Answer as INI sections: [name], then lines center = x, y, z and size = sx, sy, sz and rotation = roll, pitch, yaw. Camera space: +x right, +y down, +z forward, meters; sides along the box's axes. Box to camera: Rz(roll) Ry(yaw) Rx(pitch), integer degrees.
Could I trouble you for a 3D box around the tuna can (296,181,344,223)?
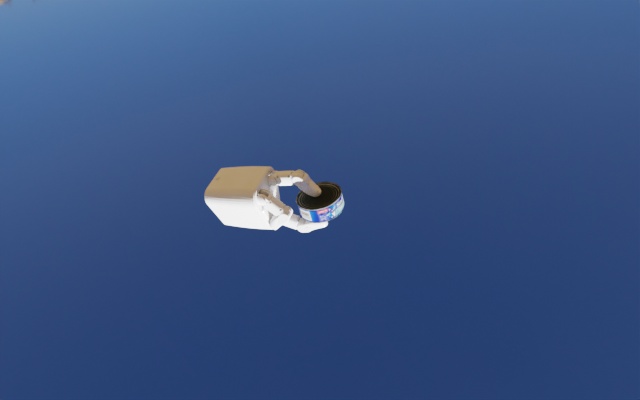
[tuna can]
center = 0.000, 0.003, 0.880
size = 0.086, 0.034, 0.086
rotation = -11, 35, 8
